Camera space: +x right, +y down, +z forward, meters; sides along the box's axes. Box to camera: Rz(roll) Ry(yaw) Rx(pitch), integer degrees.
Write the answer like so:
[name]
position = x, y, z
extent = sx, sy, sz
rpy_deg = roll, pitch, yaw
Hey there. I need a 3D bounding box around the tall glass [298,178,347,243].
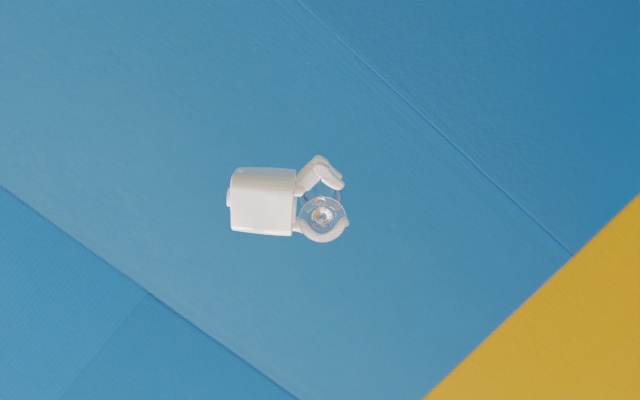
[tall glass]
position = 0.000, 0.003, 0.829
extent = 0.079, 0.079, 0.201
rpy_deg = 0, 16, -1
